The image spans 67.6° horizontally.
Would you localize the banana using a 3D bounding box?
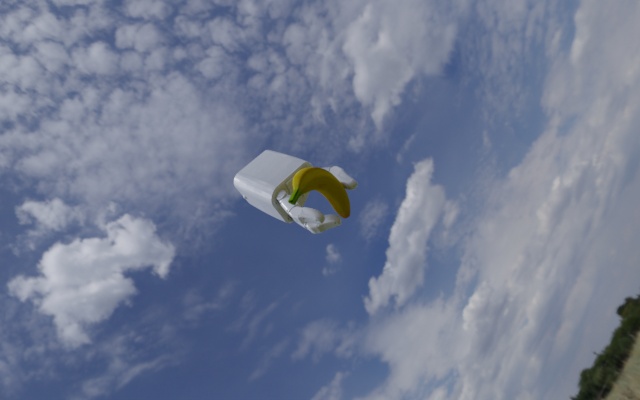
[{"bbox_3d":[0.004,-0.016,0.793,0.037,0.069,0.198,18,1,32],"label":"banana"}]
